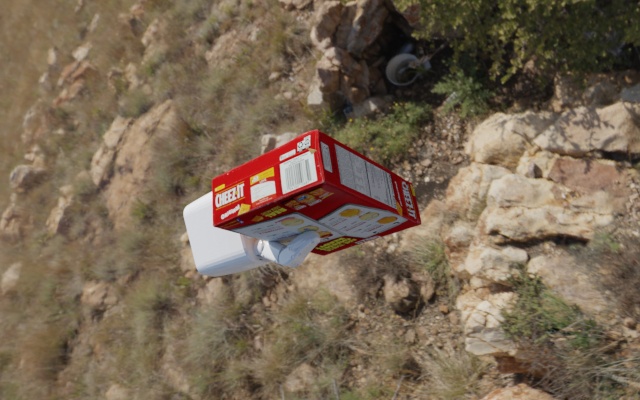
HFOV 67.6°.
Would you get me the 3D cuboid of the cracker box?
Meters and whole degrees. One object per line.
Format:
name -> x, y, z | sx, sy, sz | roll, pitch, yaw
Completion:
cracker box -> 0.000, 0.002, 0.593 | 0.164, 0.072, 0.214 | -21, -26, 32
